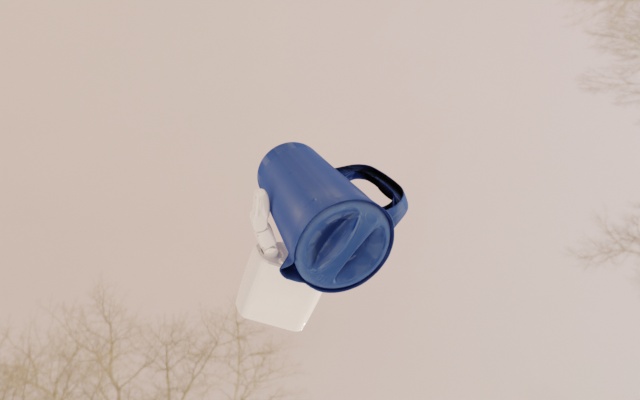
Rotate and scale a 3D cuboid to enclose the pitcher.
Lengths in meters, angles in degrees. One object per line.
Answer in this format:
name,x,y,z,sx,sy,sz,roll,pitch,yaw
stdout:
pitcher,0.000,0.002,0.671,0.149,0.145,0.242,11,22,-27
